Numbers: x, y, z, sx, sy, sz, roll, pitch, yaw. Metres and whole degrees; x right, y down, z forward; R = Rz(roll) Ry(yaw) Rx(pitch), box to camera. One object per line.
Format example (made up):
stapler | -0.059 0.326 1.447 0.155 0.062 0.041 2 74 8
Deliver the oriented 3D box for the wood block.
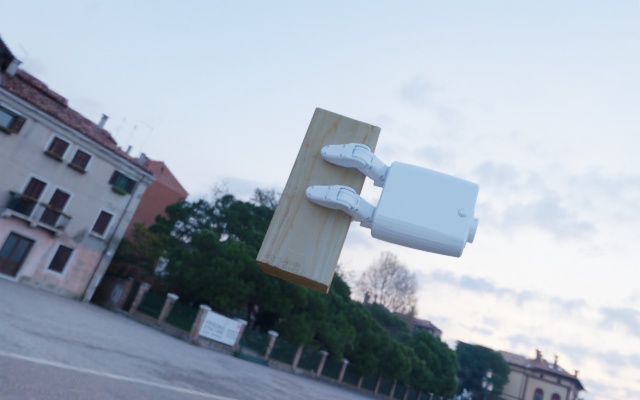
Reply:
wood block | 0.001 0.002 0.606 0.090 0.206 0.091 19 -17 5
